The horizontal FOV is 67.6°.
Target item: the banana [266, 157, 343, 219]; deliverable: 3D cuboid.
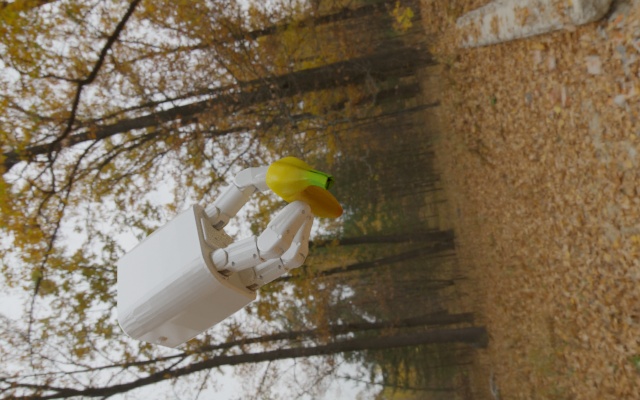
[{"bbox_3d":[-0.016,-0.009,0.475,0.069,0.037,0.198,33,-3,9],"label":"banana"}]
